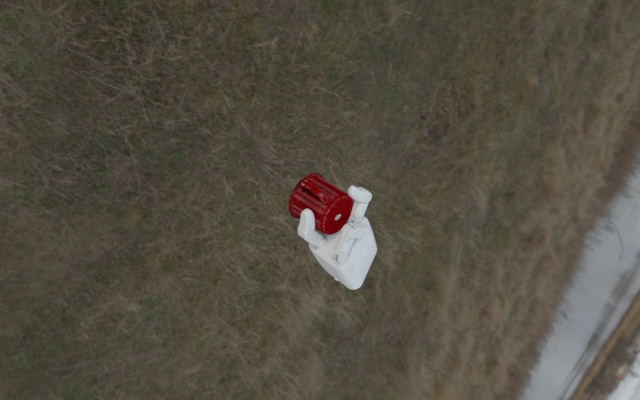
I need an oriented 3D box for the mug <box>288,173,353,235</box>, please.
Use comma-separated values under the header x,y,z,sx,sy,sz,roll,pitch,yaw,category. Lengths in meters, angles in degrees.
x,y,z,sx,sy,sz,roll,pitch,yaw,category
0.000,0.002,0.843,0.081,0.093,0.117,32,-17,33,mug
